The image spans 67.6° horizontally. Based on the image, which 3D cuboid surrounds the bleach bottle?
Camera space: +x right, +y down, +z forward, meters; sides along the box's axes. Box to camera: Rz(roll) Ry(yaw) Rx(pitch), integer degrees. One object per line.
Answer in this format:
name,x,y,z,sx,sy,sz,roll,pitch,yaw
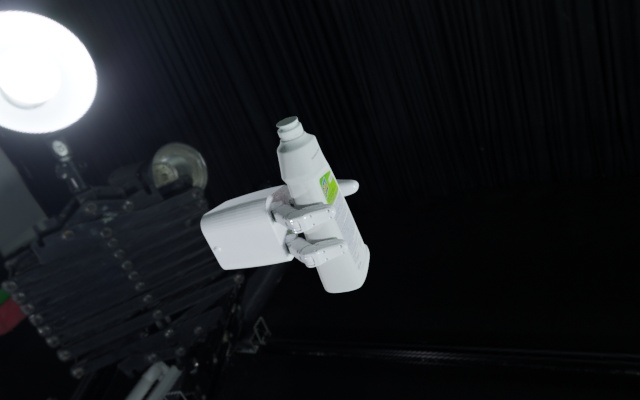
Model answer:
bleach bottle,0.000,0.002,0.654,0.068,0.251,0.102,-12,28,17
